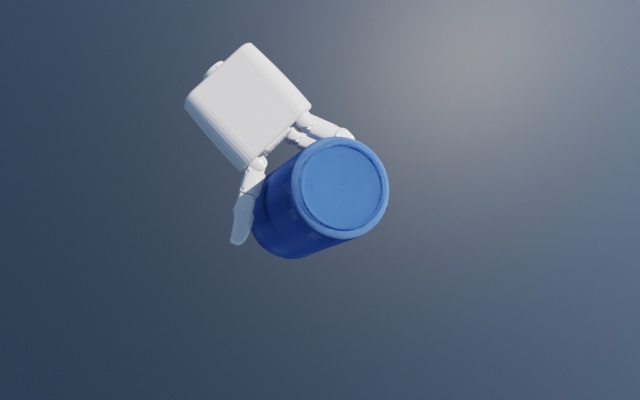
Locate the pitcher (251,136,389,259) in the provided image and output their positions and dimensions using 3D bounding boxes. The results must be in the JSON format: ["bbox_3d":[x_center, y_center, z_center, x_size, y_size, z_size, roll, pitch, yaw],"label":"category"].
[{"bbox_3d":[0.000,0.002,0.594,0.149,0.145,0.243,-46,6,-17],"label":"pitcher"}]
